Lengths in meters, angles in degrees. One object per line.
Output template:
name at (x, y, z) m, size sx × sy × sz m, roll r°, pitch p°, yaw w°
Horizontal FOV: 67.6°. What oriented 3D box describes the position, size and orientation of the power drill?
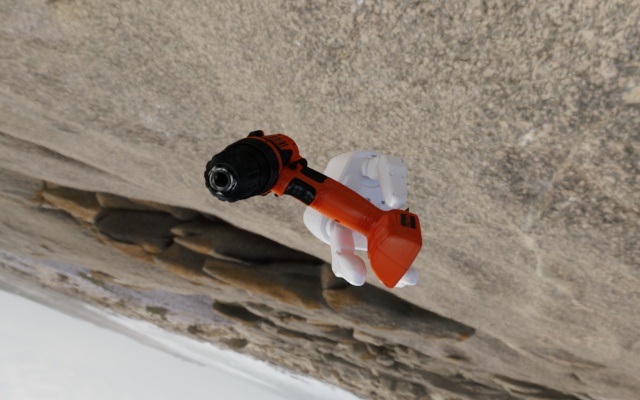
power drill at (0.000, 0.002, 0.435) m, size 0.187 × 0.057 × 0.184 m, roll 33°, pitch 17°, yaw 1°
